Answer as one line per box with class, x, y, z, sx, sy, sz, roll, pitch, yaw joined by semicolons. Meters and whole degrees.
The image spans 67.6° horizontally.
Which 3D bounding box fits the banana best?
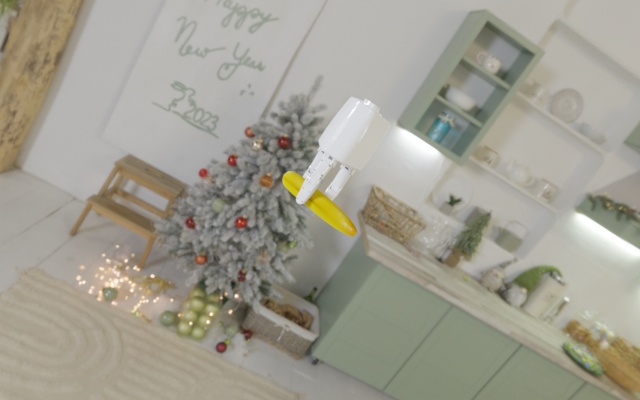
banana;-0.011;-0.004;0.877;0.197;0.037;0.070;40;6;32
